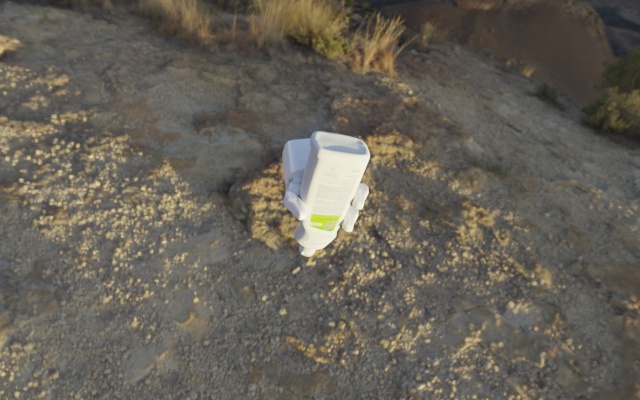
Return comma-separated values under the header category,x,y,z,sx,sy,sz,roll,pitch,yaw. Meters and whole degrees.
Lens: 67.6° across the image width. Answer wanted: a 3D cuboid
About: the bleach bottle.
category,x,y,z,sx,sy,sz,roll,pitch,yaw
bleach bottle,0.000,0.003,0.845,0.102,0.251,0.068,7,39,-18
